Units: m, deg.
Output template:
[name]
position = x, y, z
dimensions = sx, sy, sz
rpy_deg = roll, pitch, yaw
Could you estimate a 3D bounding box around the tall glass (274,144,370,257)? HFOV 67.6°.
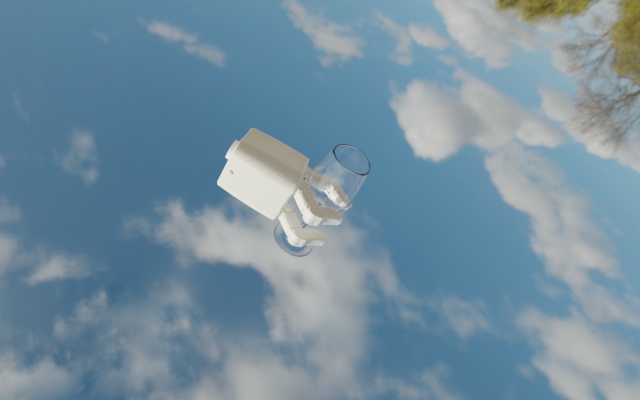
[tall glass]
position = 0.000, 0.003, 0.750
dimensions = 0.079, 0.079, 0.201
rpy_deg = 0, -39, -37
